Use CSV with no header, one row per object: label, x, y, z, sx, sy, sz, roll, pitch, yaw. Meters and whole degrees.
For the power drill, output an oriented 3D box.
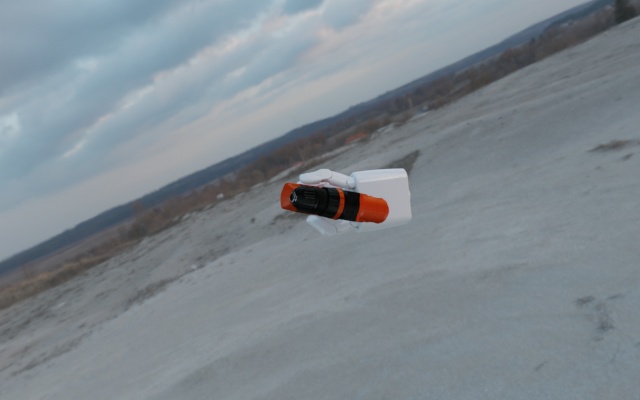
power drill,0.000,0.003,0.847,0.184,0.057,0.187,11,0,-30
